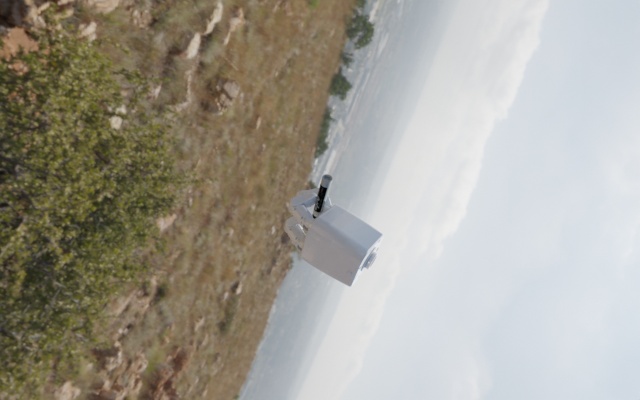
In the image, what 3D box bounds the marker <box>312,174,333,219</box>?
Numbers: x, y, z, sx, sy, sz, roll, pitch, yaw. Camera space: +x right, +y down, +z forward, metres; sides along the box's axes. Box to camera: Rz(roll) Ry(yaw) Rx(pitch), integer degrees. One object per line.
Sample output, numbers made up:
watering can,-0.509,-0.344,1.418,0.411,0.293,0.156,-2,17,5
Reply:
marker,0.000,0.003,0.859,0.020,0.020,0.121,0,-44,-16
